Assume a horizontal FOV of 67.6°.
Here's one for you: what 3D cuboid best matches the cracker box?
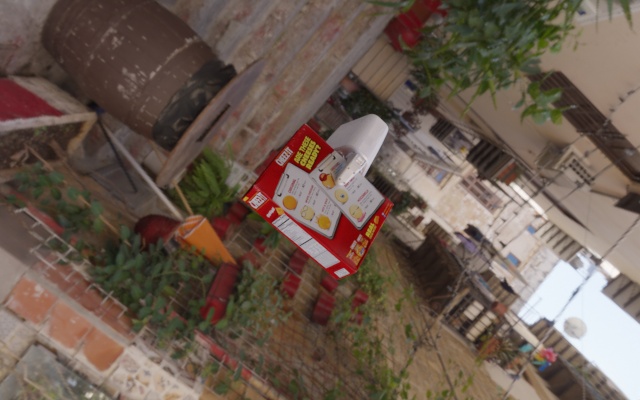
[{"bbox_3d":[0.000,0.003,0.804,0.214,0.164,0.072,41,-36,-9],"label":"cracker box"}]
